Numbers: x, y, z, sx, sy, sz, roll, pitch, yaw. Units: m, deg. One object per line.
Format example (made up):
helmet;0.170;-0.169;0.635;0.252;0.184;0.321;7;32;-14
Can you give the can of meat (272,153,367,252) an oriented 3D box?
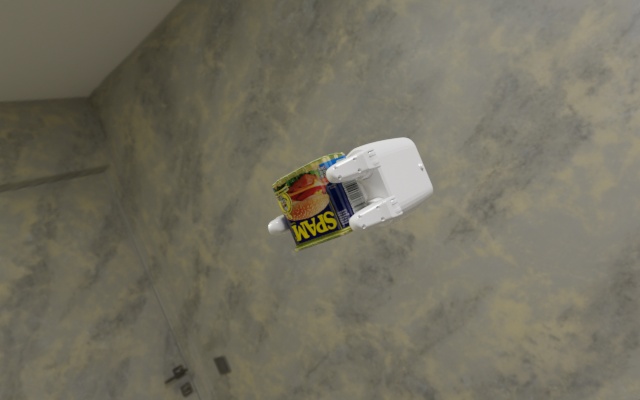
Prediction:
can of meat;0.000;0.002;0.537;0.102;0.084;0.057;-24;-1;44
